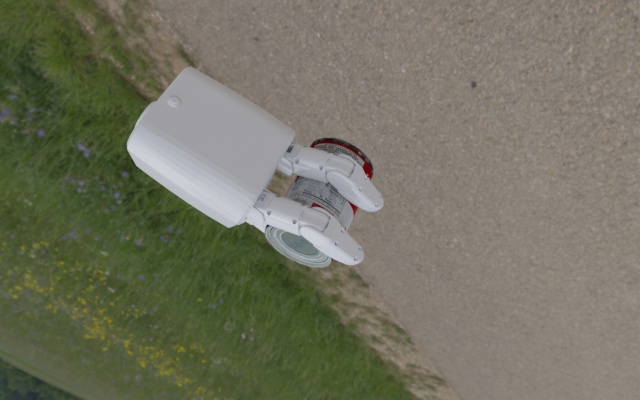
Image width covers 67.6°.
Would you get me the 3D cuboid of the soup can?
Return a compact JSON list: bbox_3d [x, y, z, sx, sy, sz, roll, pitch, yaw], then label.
[{"bbox_3d":[0.000,0.002,0.440,0.068,0.102,0.068,20,-31,12],"label":"soup can"}]
